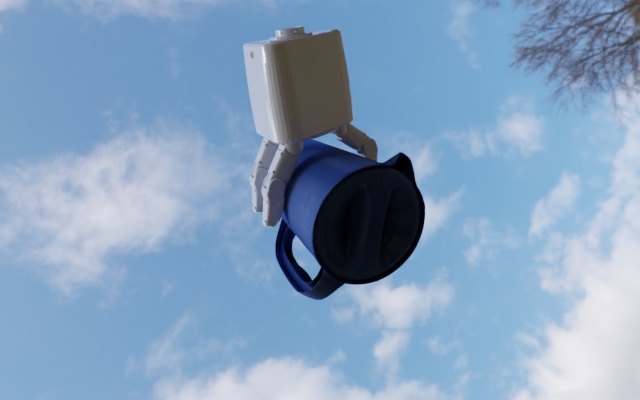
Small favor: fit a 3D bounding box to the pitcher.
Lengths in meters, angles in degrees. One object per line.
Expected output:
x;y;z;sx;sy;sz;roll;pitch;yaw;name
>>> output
0.000;0.002;0.589;0.149;0.145;0.242;-18;24;-19;pitcher
